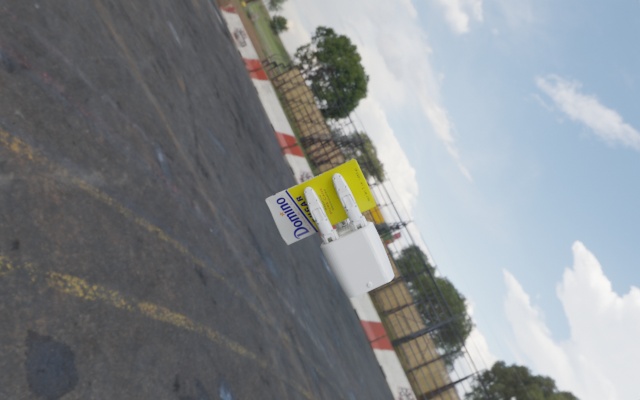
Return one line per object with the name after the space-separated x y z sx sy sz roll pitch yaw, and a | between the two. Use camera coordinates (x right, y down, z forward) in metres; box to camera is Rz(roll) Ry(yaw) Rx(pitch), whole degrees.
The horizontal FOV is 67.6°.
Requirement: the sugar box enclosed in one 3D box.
0.000 0.003 0.852 0.176 0.093 0.048 -25 4 3 | sugar box
